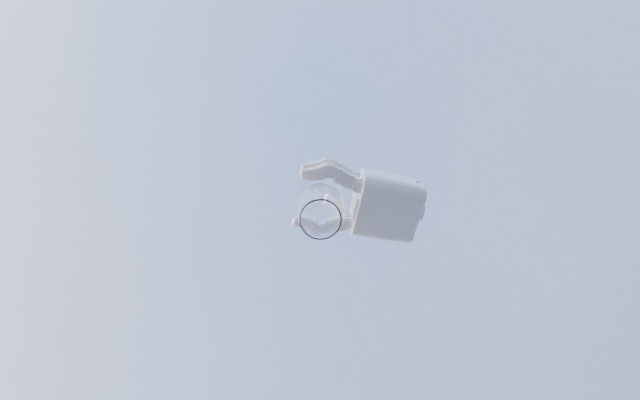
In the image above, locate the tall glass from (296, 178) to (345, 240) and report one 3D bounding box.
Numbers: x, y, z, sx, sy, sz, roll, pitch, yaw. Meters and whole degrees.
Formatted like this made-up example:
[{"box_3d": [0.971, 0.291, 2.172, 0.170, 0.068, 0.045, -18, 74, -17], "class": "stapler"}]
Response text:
[{"box_3d": [0.000, 0.002, 0.785, 0.079, 0.079, 0.201, 0, 15, 0], "class": "tall glass"}]
